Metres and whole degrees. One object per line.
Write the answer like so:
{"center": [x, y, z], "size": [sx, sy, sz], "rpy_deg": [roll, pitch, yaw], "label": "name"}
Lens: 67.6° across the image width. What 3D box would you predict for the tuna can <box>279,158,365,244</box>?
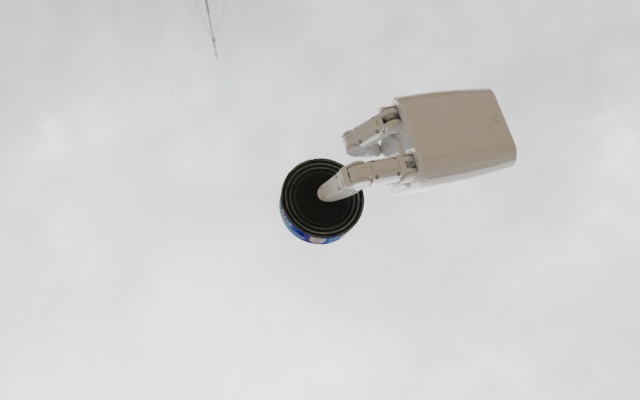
{"center": [0.000, 0.002, 0.497], "size": [0.086, 0.086, 0.034], "rpy_deg": [0, -19, -10], "label": "tuna can"}
